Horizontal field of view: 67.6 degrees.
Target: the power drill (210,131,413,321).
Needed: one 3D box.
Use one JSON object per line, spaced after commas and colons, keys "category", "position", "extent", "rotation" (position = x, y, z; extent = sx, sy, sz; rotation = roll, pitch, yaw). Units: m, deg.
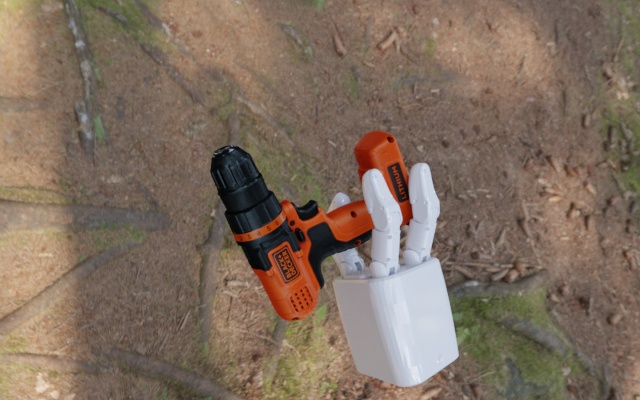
{"category": "power drill", "position": [0.001, 0.002, 0.479], "extent": [0.187, 0.184, 0.057], "rotation": [-30, 23, -21]}
